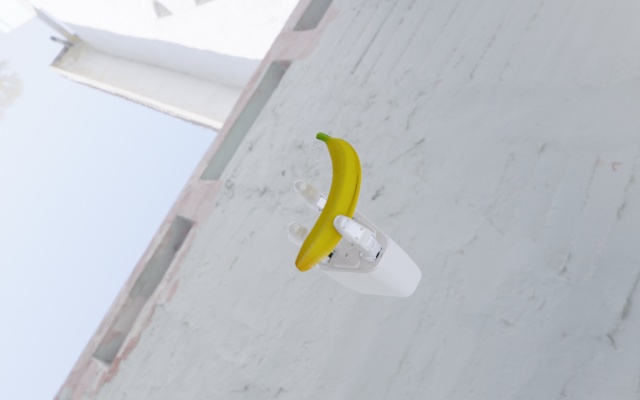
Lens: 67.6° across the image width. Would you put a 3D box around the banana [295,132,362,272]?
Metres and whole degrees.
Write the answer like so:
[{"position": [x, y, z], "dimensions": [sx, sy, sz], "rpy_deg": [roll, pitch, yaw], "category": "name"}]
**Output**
[{"position": [0.016, -0.003, 0.600], "dimensions": [0.069, 0.197, 0.037], "rpy_deg": [-9, -33, 32], "category": "banana"}]
